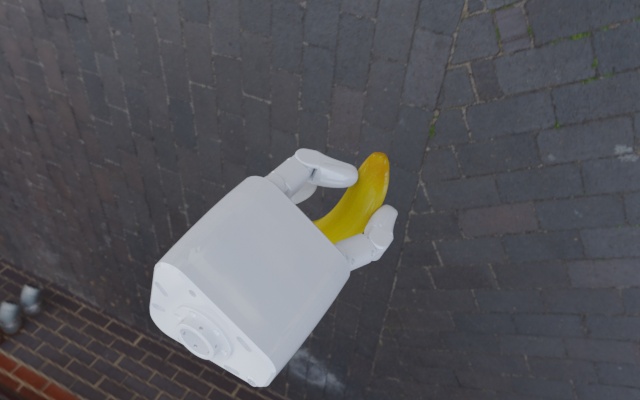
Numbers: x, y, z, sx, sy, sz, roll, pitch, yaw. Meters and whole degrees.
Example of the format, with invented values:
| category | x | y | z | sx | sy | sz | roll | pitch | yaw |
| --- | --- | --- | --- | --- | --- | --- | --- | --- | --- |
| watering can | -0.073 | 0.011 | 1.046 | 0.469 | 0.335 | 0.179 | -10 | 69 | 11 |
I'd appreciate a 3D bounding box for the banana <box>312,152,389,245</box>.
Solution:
| category | x | y | z | sx | sy | sz | roll | pitch | yaw |
| --- | --- | --- | --- | --- | --- | --- | --- | --- | --- |
| banana | 0.009 | 0.018 | 0.486 | 0.198 | 0.069 | 0.037 | -27 | 12 | 47 |
